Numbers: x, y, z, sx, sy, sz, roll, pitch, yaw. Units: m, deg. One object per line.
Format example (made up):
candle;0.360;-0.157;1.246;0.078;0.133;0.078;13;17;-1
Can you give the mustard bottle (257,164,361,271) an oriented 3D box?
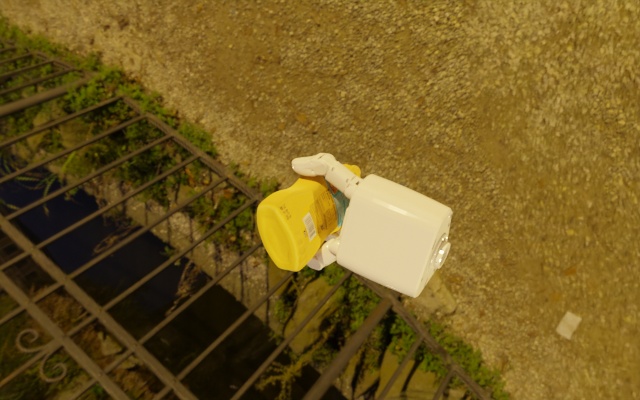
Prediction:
mustard bottle;0.000;0.002;0.631;0.058;0.096;0.191;2;30;38
